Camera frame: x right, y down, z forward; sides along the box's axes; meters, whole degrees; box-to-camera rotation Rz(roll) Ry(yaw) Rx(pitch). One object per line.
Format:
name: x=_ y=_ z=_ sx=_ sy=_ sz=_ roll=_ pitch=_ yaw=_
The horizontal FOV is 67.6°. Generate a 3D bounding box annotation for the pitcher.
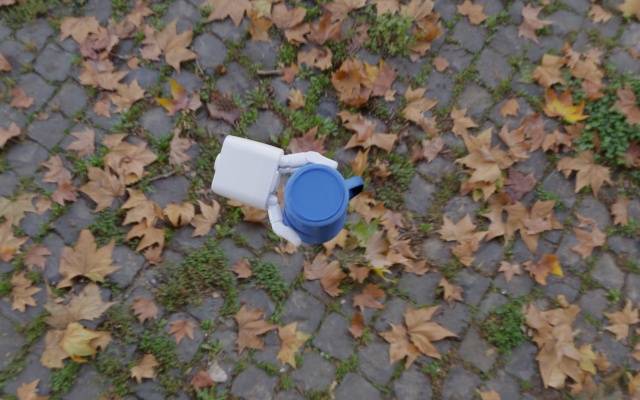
pitcher: x=0.000 y=0.003 z=0.898 sx=0.145 sy=0.149 sz=0.243 roll=18 pitch=-9 yaw=1
